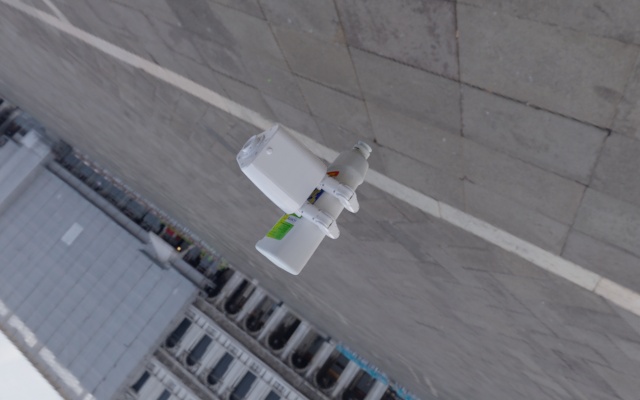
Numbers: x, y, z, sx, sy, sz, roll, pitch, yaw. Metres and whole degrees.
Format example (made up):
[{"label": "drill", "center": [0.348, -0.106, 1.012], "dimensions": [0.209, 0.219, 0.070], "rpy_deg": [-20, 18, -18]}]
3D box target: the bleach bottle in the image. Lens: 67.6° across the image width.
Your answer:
[{"label": "bleach bottle", "center": [0.000, 0.003, 0.808], "dimensions": [0.068, 0.250, 0.102], "rpy_deg": [43, -15, -24]}]
